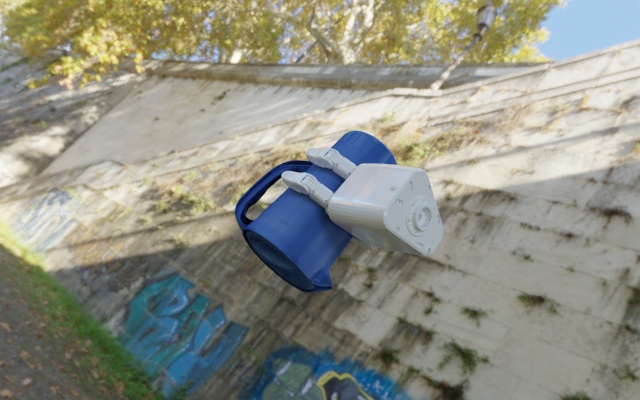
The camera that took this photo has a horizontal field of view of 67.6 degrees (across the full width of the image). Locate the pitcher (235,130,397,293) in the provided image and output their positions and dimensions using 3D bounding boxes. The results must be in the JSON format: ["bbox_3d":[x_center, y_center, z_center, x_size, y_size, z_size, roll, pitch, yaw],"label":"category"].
[{"bbox_3d":[0.000,0.002,0.722,0.242,0.149,0.145,-49,29,-22],"label":"pitcher"}]
